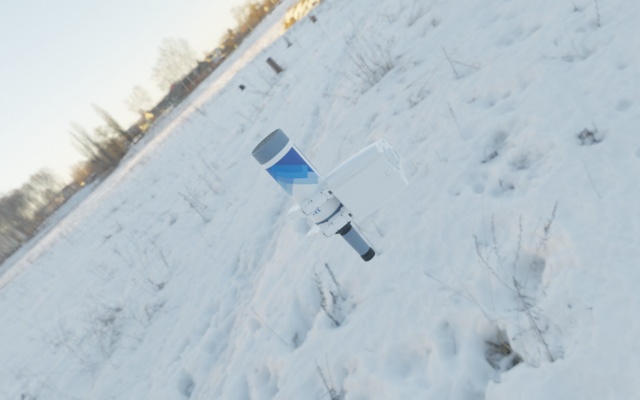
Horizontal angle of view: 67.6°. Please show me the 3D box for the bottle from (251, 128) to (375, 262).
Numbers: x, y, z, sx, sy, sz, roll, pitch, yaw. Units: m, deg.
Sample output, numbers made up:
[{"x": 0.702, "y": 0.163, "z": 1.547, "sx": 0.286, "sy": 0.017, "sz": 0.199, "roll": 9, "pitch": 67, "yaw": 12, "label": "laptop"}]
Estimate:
[{"x": 0.000, "y": 0.003, "z": 0.857, "sx": 0.069, "sy": 0.296, "sz": 0.069, "roll": -37, "pitch": 19, "yaw": 15, "label": "bottle"}]
